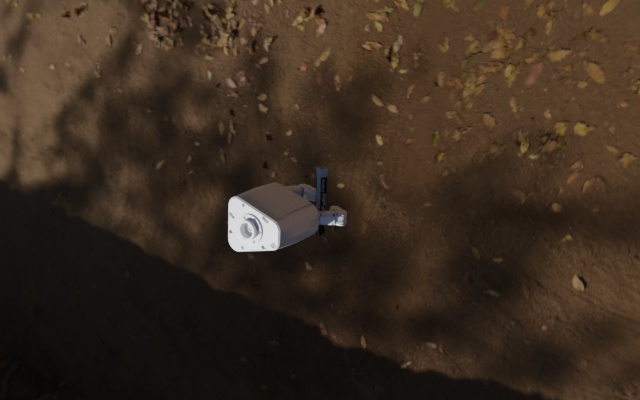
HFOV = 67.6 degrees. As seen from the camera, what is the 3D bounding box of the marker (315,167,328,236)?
[{"bbox_3d":[0.000,0.003,0.817,0.020,0.121,0.020,3,16,-1],"label":"marker"}]
